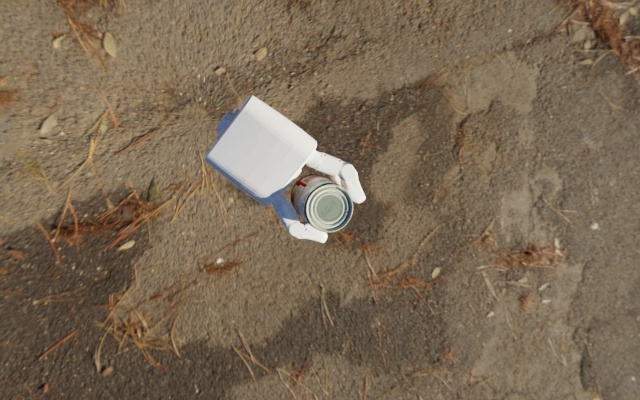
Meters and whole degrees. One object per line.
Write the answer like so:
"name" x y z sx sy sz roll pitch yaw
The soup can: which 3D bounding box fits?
"soup can" 0.000 0.003 0.671 0.068 0.068 0.102 0 9 -14
